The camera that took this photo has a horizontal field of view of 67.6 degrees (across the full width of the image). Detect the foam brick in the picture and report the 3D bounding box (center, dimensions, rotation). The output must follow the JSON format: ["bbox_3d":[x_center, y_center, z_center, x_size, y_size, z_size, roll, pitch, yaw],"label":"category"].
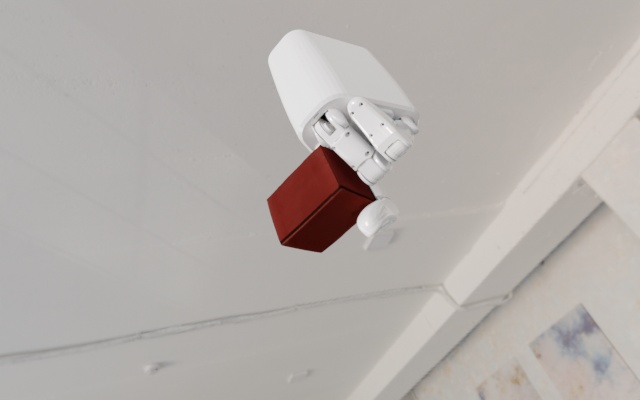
[{"bbox_3d":[0.000,0.002,0.421,0.078,0.051,0.053,-43,-39,24],"label":"foam brick"}]
